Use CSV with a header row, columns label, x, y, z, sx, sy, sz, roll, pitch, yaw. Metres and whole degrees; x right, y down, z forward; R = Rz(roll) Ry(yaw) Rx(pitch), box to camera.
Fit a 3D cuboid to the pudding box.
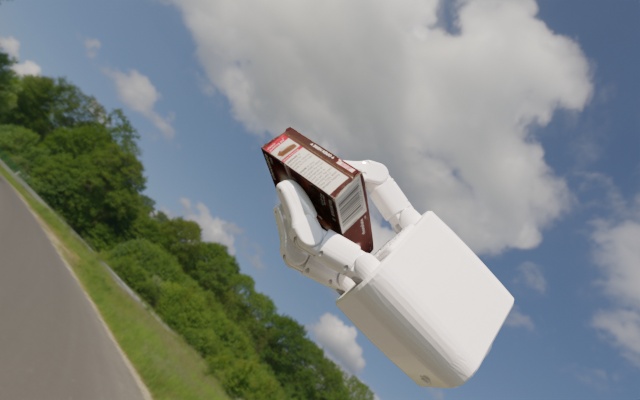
label,x,y,z,sx,sy,sz,roll,pitch,yaw
pudding box,0.000,0.001,0.424,0.039,0.114,0.090,-40,55,-22
